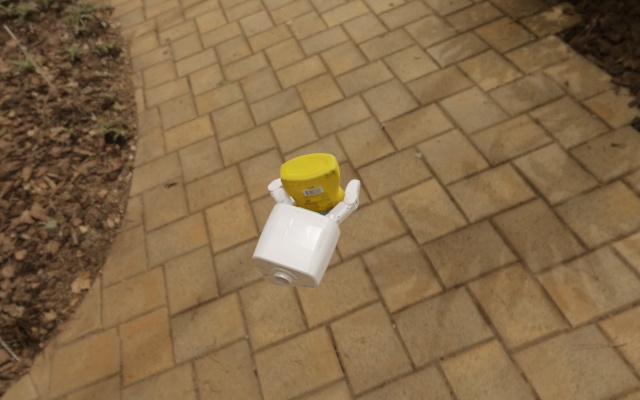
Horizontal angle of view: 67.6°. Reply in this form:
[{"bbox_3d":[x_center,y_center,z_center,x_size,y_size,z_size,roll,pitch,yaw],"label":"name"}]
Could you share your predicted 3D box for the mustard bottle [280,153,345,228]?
[{"bbox_3d":[0.000,0.002,0.841,0.096,0.058,0.192,-12,-40,7],"label":"mustard bottle"}]
